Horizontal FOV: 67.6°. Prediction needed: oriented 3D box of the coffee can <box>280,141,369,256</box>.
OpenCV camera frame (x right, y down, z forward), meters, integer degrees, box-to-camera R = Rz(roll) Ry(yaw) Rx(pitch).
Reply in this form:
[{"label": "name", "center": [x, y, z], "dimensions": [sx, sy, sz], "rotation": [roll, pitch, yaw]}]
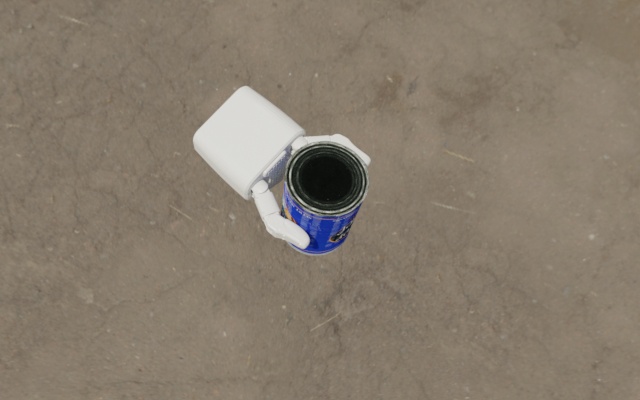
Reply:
[{"label": "coffee can", "center": [0.000, 0.002, 0.629], "dimensions": [0.103, 0.102, 0.140], "rotation": [0, -25, -8]}]
